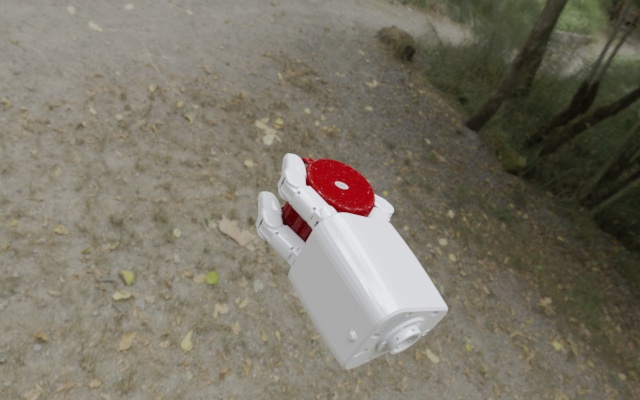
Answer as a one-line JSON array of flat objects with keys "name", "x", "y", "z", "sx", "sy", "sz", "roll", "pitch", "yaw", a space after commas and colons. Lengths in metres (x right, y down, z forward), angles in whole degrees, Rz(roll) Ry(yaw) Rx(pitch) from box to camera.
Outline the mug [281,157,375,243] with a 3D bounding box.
[{"name": "mug", "x": 0.000, "y": 0.001, "z": 0.517, "sx": 0.093, "sy": 0.117, "sz": 0.081, "roll": -4, "pitch": -42, "yaw": -39}]
